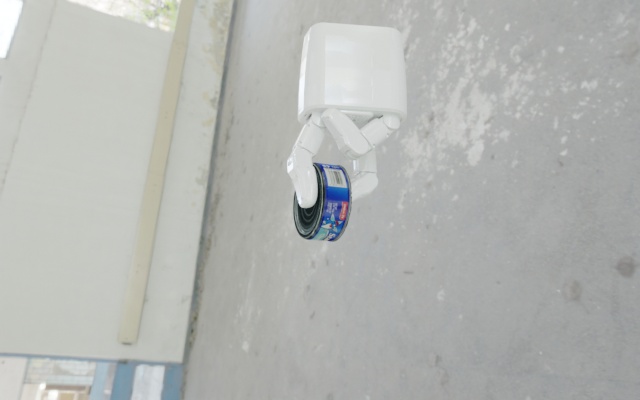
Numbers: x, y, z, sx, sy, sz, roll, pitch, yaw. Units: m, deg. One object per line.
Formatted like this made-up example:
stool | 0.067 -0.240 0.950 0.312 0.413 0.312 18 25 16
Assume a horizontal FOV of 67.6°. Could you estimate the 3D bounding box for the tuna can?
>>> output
tuna can | 0.000 0.002 0.522 0.034 0.086 0.086 5 -2 -24
